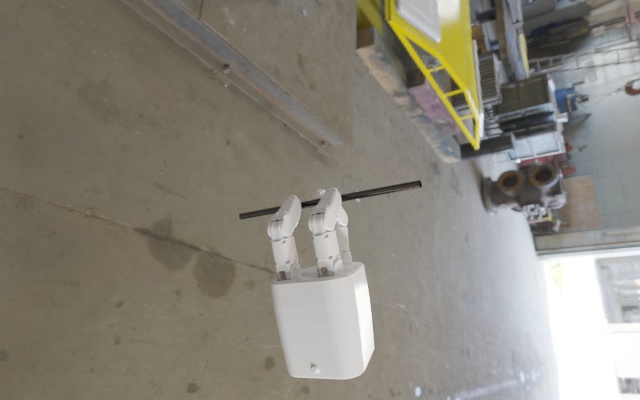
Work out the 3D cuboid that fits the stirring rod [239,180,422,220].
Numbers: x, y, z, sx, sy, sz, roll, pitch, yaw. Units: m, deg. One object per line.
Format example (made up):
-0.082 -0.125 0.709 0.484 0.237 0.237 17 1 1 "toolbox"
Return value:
0.000 0.002 0.547 0.239 0.011 0.011 -10 -6 31 "stirring rod"
